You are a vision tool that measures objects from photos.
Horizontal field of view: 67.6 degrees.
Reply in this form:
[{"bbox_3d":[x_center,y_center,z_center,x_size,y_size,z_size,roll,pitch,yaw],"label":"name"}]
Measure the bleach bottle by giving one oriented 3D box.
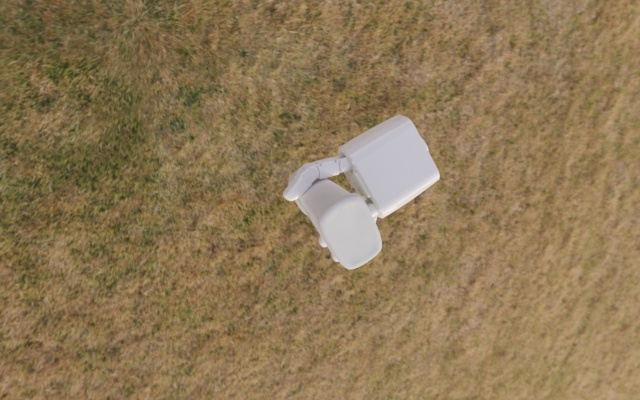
[{"bbox_3d":[0.000,0.002,0.704,0.068,0.103,0.250,-32,27,-7],"label":"bleach bottle"}]
